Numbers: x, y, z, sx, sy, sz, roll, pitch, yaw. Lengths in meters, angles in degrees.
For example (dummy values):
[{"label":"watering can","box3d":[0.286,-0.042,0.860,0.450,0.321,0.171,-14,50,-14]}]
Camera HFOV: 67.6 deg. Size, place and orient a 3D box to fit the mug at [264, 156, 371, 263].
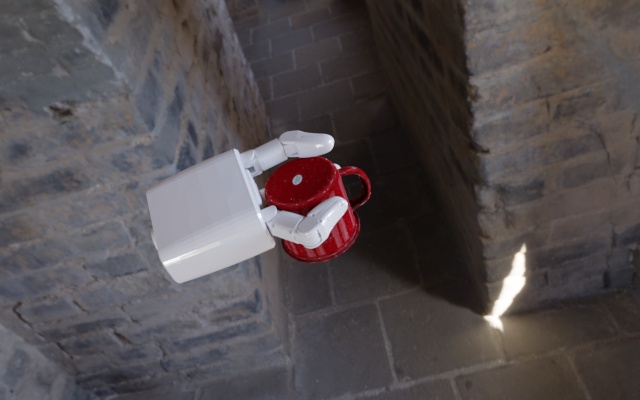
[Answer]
[{"label":"mug","box3d":[0.001,0.001,0.519,0.117,0.082,0.093,-24,41,-4]}]
